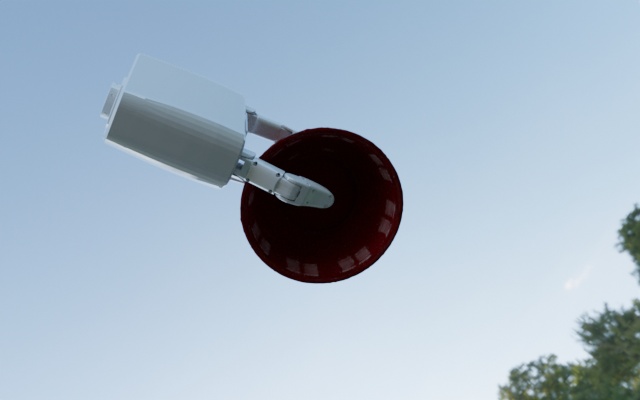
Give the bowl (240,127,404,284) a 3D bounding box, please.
[{"bbox_3d":[0.001,0.002,0.492,0.162,0.162,0.055,0,18,-6],"label":"bowl"}]
